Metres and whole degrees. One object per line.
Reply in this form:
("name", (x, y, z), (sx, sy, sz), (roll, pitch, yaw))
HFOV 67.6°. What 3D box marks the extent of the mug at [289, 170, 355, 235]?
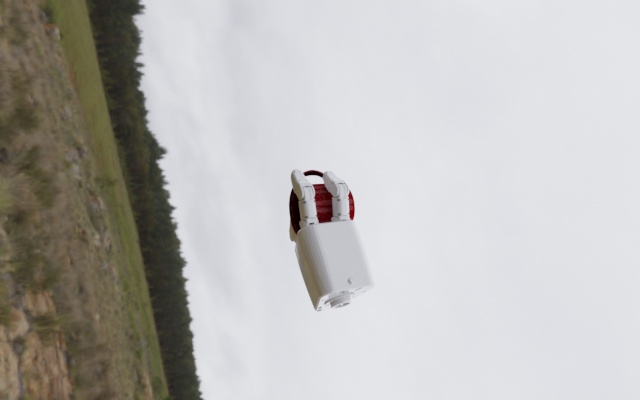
("mug", (0.000, 0.001, 0.789), (0.081, 0.117, 0.093), (-4, -26, -27))
